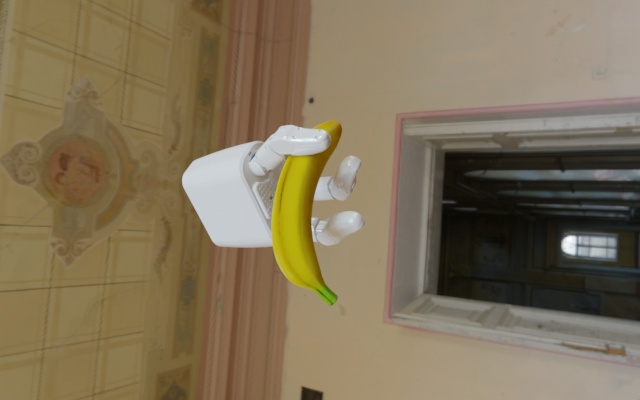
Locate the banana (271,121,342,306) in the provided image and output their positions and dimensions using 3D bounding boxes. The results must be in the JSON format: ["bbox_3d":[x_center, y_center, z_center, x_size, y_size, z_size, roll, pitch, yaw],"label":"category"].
[{"bbox_3d":[-0.014,-0.001,0.466,0.070,0.197,0.037,23,-29,-38],"label":"banana"}]
